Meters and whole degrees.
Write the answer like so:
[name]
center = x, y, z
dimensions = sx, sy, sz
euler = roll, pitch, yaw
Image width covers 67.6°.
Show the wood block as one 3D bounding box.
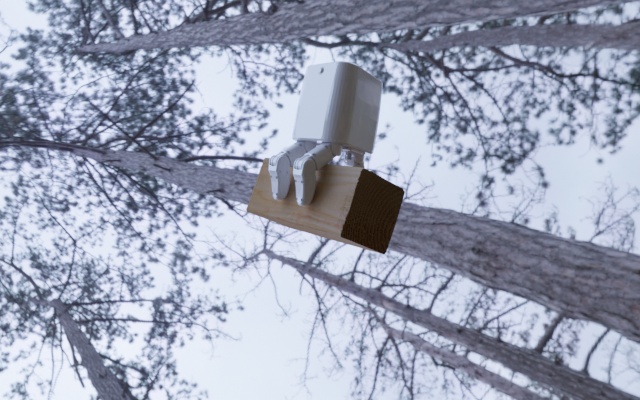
[wood block]
center = 0.000, 0.002, 0.662
dimensions = 0.091, 0.090, 0.206
euler = 23, -8, -41
